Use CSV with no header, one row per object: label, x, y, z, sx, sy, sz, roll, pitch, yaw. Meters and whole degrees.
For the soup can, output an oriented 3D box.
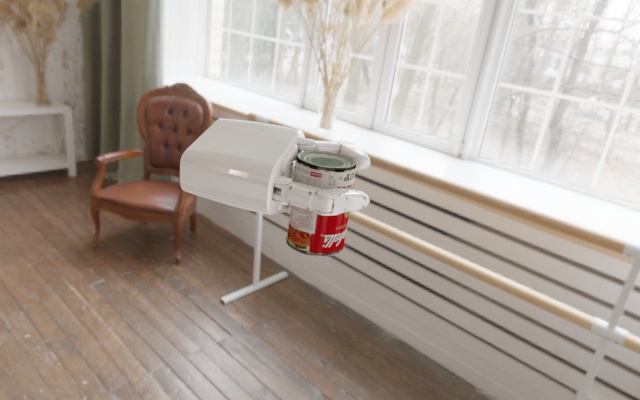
soup can,0.001,0.002,0.532,0.068,0.102,0.068,7,21,-3
